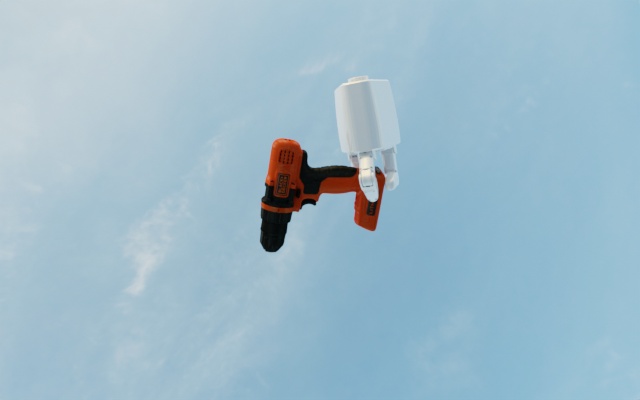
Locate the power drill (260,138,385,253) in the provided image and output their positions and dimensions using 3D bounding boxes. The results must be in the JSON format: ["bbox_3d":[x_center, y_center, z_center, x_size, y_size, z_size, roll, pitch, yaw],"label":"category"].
[{"bbox_3d":[0.001,0.002,0.761,0.187,0.184,0.057,6,16,-13],"label":"power drill"}]
